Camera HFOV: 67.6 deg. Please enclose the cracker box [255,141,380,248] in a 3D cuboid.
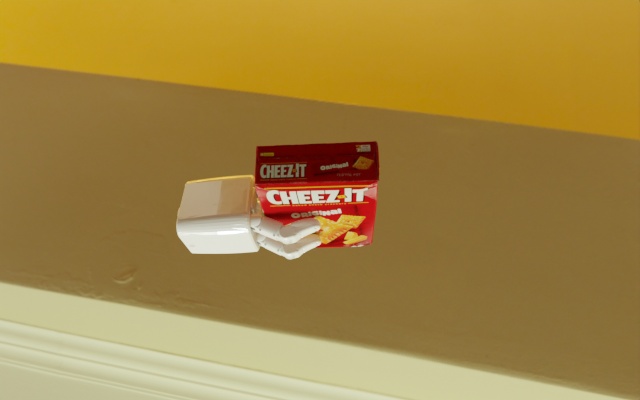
[{"bbox_3d":[0.000,0.002,0.712,0.164,0.072,0.214,-3,-28,2],"label":"cracker box"}]
